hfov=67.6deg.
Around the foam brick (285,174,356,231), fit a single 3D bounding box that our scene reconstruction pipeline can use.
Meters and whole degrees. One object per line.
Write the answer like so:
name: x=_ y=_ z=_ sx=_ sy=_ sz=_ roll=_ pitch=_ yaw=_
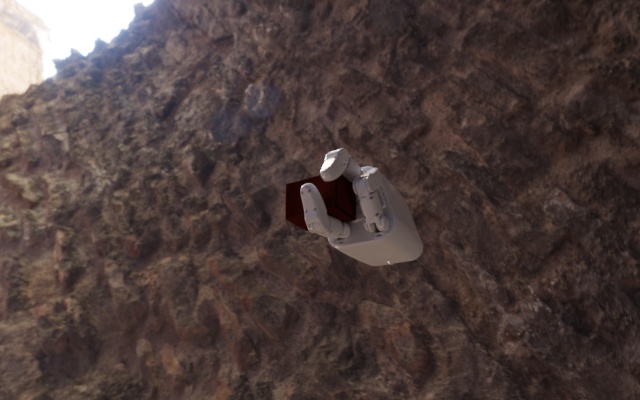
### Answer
foam brick: x=0.000 y=0.002 z=0.619 sx=0.078 sy=0.053 sz=0.051 roll=-13 pitch=-28 yaw=30
